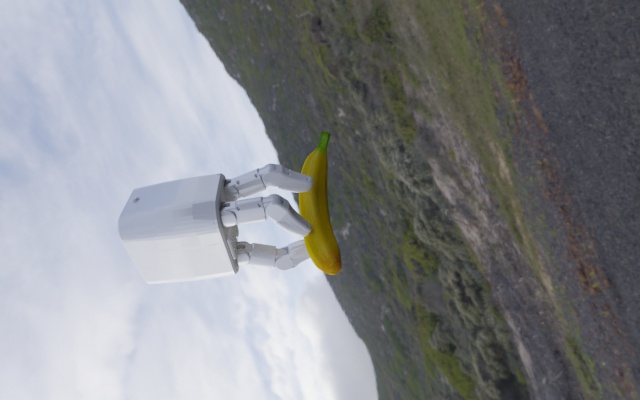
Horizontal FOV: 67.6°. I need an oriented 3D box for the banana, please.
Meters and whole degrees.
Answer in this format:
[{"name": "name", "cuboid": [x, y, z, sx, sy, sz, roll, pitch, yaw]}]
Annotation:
[{"name": "banana", "cuboid": [-0.003, 0.010, 0.559, 0.037, 0.197, 0.070, 3, -37, -11]}]
